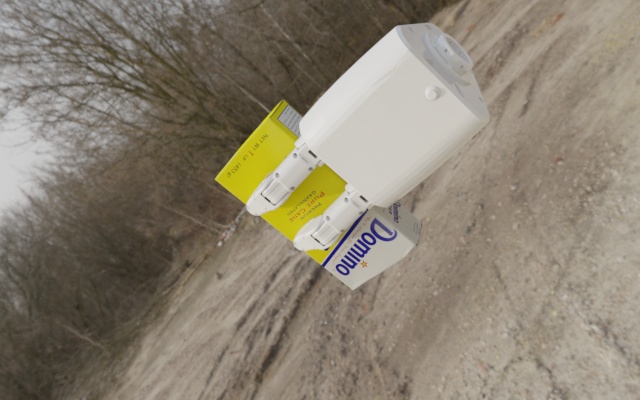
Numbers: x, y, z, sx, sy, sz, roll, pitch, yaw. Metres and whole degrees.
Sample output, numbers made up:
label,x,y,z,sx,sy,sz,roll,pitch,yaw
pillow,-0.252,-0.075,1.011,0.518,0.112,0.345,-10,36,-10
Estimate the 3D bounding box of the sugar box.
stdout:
label,x,y,z,sx,sy,sz,roll,pitch,yaw
sugar box,0.000,0.002,0.445,0.093,0.176,0.048,-42,13,35
